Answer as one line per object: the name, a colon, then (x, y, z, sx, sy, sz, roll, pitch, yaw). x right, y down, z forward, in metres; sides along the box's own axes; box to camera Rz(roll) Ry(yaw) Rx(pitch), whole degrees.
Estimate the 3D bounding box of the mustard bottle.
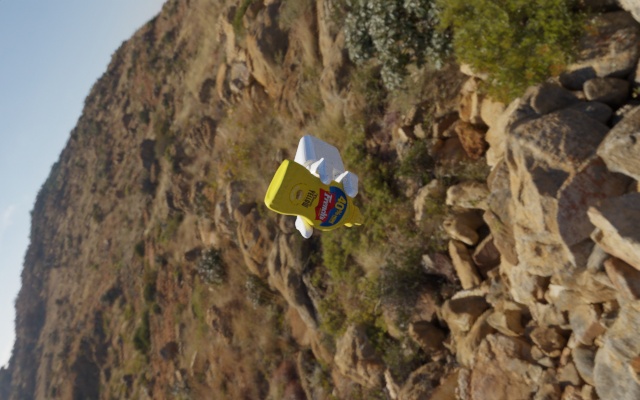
mustard bottle: (0.000, 0.003, 0.891, 0.192, 0.096, 0.058, 24, 7, -23)
